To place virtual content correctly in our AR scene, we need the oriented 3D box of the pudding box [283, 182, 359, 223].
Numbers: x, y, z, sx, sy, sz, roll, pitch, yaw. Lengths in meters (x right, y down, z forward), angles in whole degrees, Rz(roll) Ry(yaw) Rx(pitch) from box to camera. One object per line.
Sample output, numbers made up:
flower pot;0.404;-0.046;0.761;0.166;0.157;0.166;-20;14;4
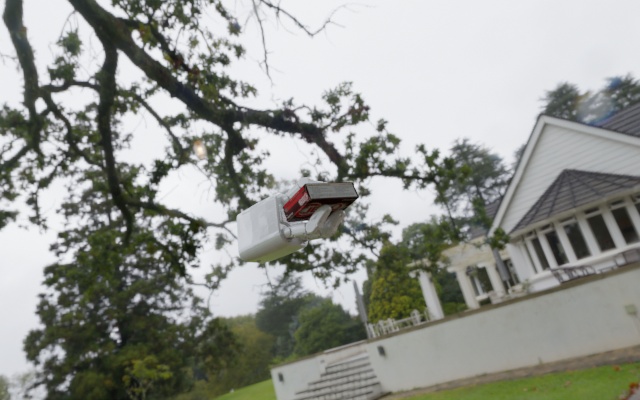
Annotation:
pudding box;0.000;0.003;0.880;0.113;0.039;0.090;-6;-24;-36
